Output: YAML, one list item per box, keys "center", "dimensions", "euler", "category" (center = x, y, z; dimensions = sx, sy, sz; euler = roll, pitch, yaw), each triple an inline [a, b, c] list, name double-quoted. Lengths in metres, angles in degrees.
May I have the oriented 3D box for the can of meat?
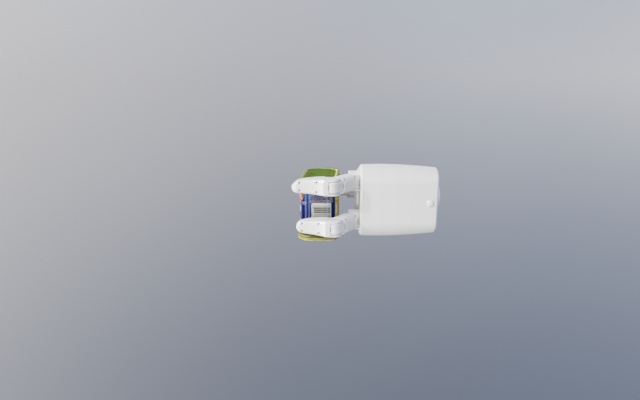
- center: [0.000, 0.002, 0.683]
  dimensions: [0.057, 0.084, 0.102]
  euler: [1, 15, 4]
  category: "can of meat"
